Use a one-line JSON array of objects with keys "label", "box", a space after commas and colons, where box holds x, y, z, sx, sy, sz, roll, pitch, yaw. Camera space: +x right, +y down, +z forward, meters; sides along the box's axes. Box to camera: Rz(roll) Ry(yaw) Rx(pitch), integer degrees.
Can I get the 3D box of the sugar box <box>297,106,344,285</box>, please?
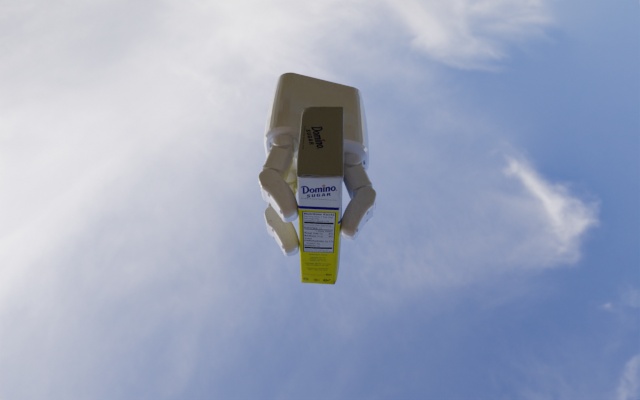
[{"label": "sugar box", "box": [0.000, 0.002, 0.485, 0.048, 0.093, 0.176, 0, -41, 3]}]
